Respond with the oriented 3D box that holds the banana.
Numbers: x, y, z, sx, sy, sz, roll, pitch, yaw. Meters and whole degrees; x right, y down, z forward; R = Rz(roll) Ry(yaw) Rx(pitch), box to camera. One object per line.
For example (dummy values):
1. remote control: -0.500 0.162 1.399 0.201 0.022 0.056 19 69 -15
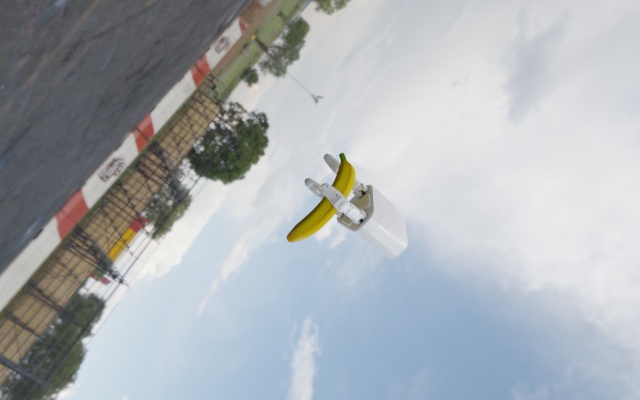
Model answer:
1. banana: 0.010 0.004 0.880 0.037 0.198 0.069 37 -6 -29
